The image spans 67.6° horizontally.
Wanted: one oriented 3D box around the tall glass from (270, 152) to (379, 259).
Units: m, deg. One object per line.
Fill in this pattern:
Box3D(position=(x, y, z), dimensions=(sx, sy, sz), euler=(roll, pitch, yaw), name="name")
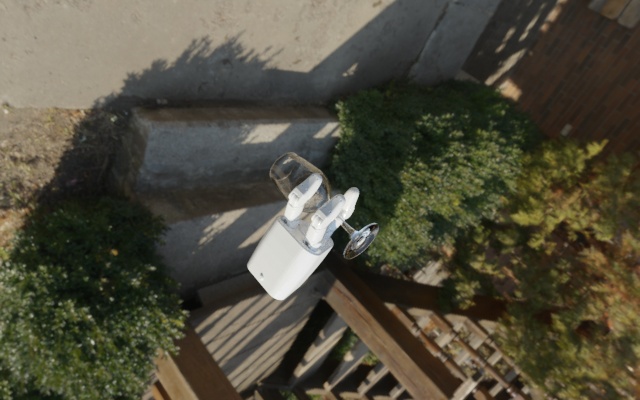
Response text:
Box3D(position=(0.001, 0.003, 0.786), dimensions=(0.201, 0.079, 0.079), euler=(44, 23, 26), name="tall glass")
